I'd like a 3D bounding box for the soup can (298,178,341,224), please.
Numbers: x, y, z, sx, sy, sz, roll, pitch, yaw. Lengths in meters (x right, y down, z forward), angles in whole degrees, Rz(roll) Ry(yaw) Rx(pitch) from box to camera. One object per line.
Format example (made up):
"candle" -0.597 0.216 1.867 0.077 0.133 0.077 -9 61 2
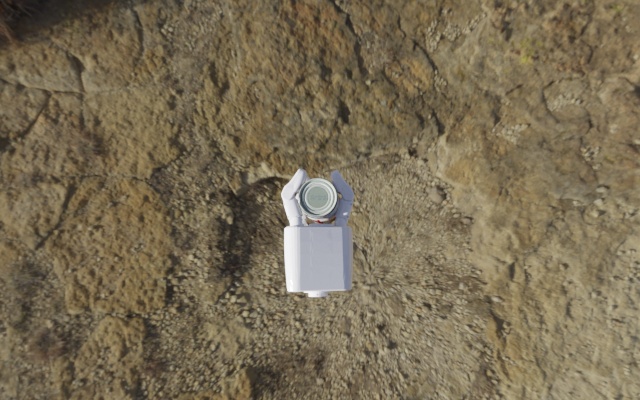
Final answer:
"soup can" 0.000 0.002 0.827 0.068 0.068 0.102 0 -9 6
